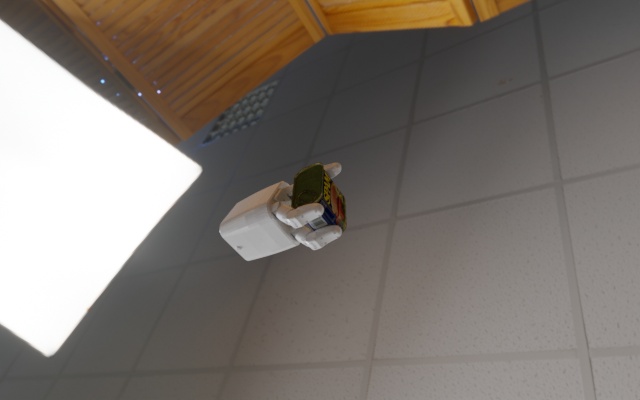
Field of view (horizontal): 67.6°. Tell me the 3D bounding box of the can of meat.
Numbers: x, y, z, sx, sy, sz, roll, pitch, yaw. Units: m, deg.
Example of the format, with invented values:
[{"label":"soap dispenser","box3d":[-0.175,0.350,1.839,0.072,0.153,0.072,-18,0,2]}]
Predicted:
[{"label":"can of meat","box3d":[0.000,0.003,0.783,0.057,0.084,0.102,-24,36,21]}]
